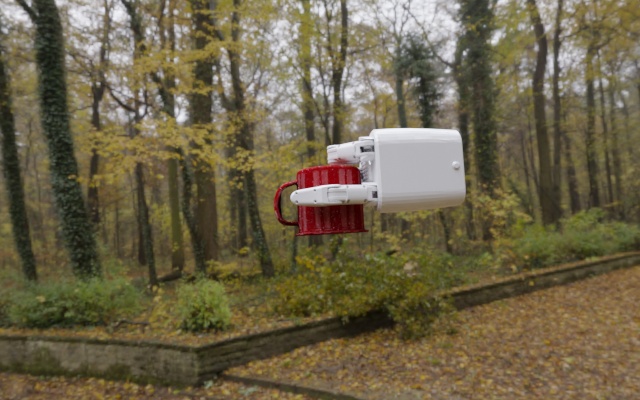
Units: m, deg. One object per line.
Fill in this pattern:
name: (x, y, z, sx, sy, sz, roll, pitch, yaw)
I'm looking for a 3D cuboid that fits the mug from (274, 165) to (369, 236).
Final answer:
mug: (-0.001, 0.002, 0.596, 0.117, 0.081, 0.093, -3, -4, -8)
